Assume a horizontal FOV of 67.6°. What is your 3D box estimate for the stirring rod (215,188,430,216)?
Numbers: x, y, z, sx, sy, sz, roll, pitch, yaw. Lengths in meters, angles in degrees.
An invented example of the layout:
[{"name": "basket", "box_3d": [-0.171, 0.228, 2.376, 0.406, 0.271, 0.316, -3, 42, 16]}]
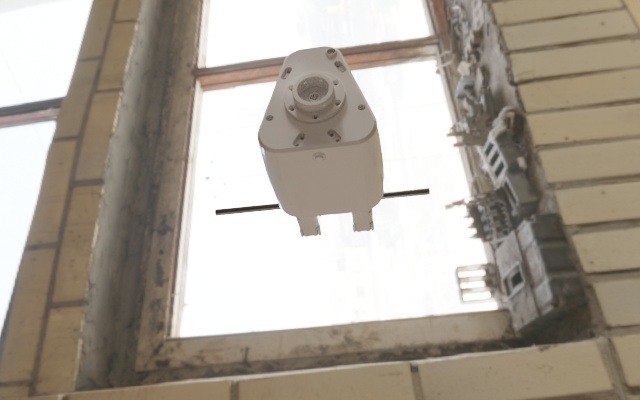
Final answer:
[{"name": "stirring rod", "box_3d": [0.000, 0.002, 0.533, 0.239, 0.011, 0.011, -6, -1, 5]}]
